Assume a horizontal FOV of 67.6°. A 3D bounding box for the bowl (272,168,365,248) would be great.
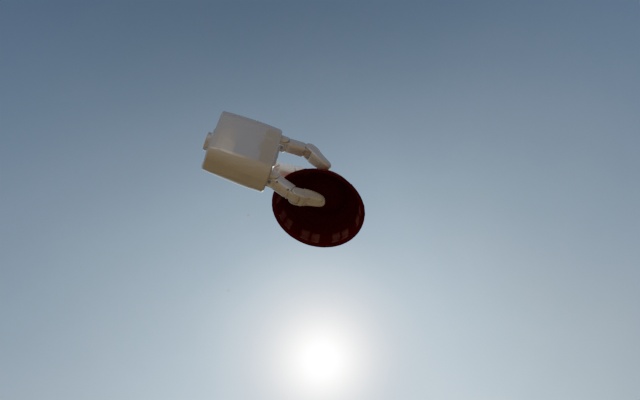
[{"bbox_3d":[0.001,0.003,0.827,0.162,0.162,0.055,0,33,14],"label":"bowl"}]
